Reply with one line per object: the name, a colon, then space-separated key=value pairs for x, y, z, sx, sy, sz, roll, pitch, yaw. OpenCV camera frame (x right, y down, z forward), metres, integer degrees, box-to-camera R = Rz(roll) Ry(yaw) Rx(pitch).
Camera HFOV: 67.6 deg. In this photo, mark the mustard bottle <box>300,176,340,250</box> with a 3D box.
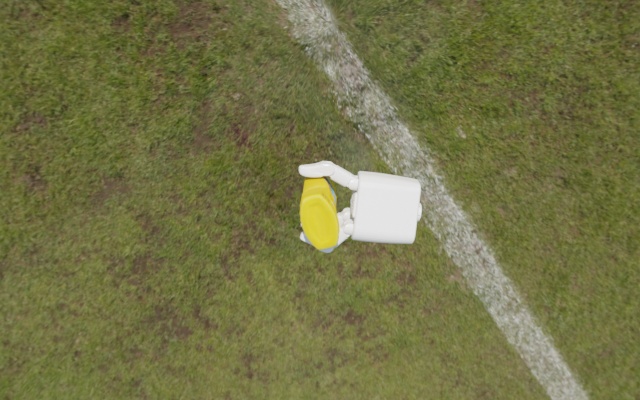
mustard bottle: x=0.000 y=0.003 z=0.826 sx=0.058 sy=0.096 sz=0.191 roll=-17 pitch=19 yaw=7
